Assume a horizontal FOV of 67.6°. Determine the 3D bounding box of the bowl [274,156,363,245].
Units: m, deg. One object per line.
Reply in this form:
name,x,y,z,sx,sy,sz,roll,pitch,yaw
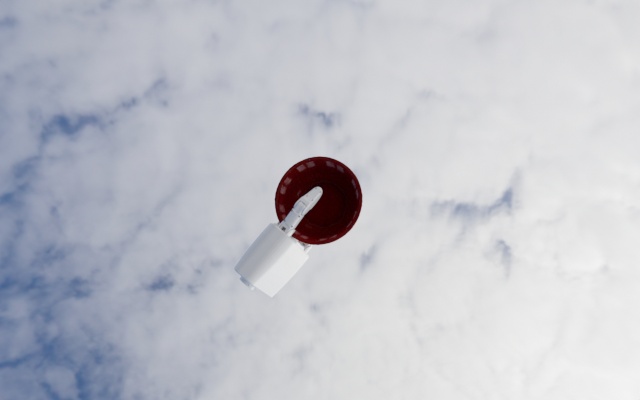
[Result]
bowl,0.001,0.002,0.880,0.162,0.162,0.055,0,-8,12
